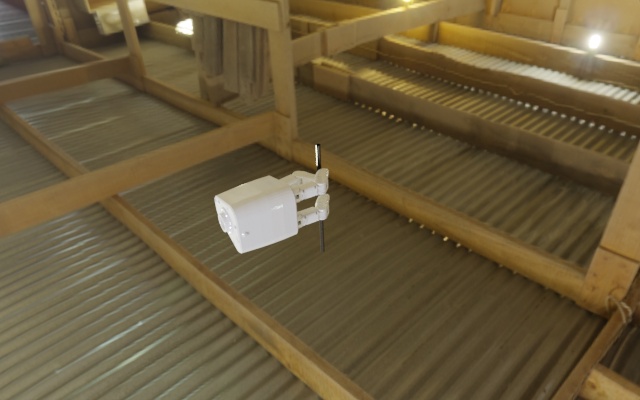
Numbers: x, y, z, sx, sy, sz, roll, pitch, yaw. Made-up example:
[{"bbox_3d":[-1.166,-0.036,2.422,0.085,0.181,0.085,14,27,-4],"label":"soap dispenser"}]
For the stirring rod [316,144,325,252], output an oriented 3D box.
[{"bbox_3d":[0.000,0.003,0.884,0.011,0.240,0.011,-2,36,1],"label":"stirring rod"}]
